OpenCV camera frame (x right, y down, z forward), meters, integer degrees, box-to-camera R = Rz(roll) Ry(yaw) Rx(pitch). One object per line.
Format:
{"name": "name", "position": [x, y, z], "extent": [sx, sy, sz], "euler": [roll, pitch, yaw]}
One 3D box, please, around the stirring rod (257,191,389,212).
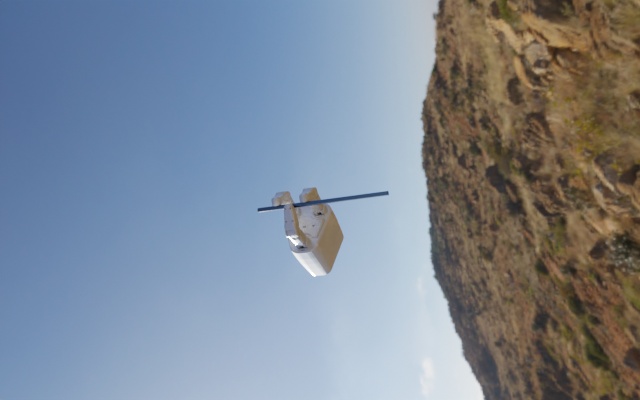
{"name": "stirring rod", "position": [0.000, 0.003, 0.837], "extent": [0.239, 0.011, 0.011], "euler": [-8, -2, 18]}
